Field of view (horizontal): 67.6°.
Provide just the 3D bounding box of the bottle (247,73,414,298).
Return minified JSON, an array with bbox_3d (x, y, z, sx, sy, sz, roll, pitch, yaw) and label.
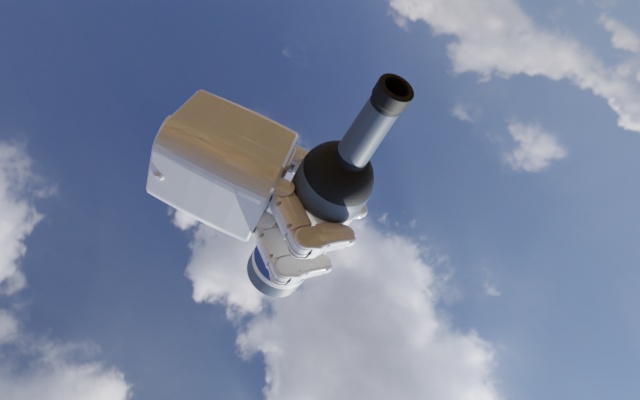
[{"bbox_3d":[0.000,0.002,0.441,0.069,0.069,0.296,0,-33,-25],"label":"bottle"}]
